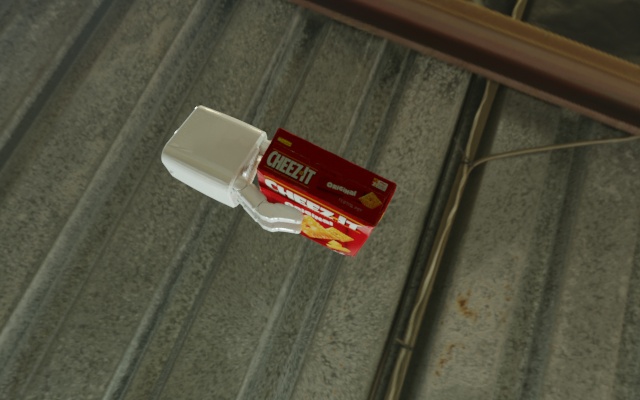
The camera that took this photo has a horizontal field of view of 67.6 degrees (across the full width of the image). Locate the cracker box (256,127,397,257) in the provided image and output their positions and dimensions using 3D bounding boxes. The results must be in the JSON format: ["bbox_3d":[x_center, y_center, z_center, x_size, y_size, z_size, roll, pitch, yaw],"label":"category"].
[{"bbox_3d":[0.000,0.002,0.674,0.164,0.072,0.214,26,-16,4],"label":"cracker box"}]
